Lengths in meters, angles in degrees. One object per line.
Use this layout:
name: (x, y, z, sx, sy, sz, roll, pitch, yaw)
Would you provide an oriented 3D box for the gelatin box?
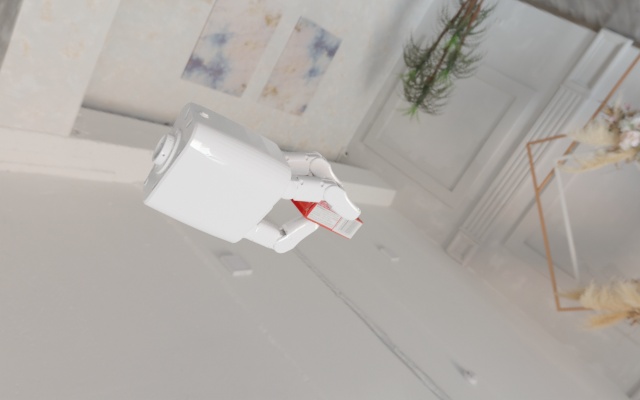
gelatin box: (0.000, 0.002, 0.564, 0.089, 0.030, 0.073, 28, 16, -45)
